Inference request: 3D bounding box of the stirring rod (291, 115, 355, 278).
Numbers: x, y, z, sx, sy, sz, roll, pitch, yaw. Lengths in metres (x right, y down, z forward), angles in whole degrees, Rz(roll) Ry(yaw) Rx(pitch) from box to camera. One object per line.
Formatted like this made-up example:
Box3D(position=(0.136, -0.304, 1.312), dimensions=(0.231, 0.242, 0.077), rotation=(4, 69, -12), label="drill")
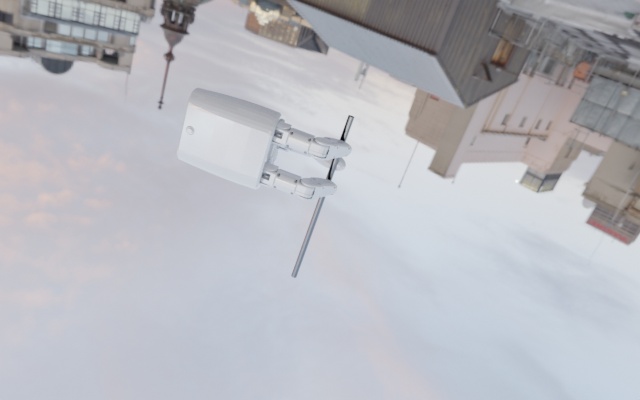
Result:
Box3D(position=(0.000, 0.002, 0.628), dimensions=(0.011, 0.240, 0.011), rotation=(17, 23, -7), label="stirring rod")
